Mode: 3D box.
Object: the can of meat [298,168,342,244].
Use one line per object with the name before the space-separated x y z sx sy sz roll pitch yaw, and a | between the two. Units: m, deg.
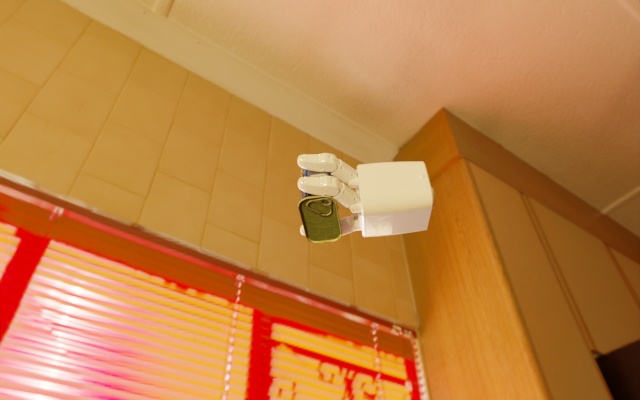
can of meat | 0.000 0.002 0.748 0.057 0.102 0.083 -7 44 6
